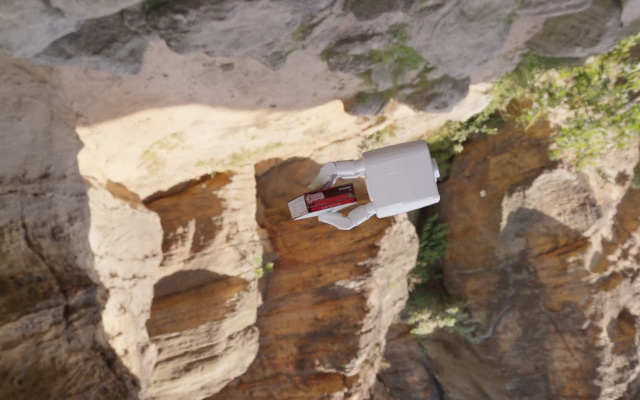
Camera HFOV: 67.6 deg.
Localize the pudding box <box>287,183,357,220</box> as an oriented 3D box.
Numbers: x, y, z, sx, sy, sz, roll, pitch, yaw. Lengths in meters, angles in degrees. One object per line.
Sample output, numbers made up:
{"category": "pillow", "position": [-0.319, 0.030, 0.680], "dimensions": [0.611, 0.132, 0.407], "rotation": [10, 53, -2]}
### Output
{"category": "pudding box", "position": [0.000, 0.003, 0.822], "dimensions": [0.090, 0.039, 0.113], "rotation": [-12, -6, -19]}
